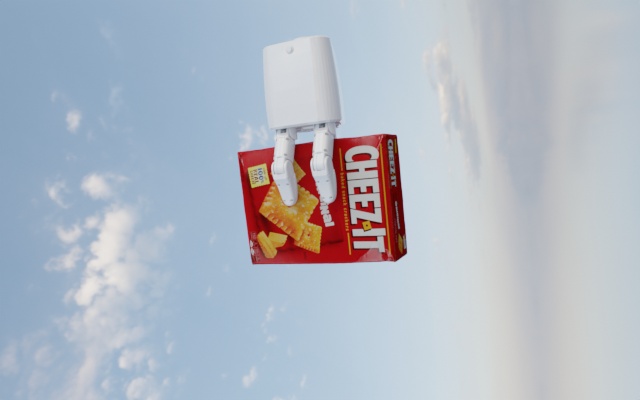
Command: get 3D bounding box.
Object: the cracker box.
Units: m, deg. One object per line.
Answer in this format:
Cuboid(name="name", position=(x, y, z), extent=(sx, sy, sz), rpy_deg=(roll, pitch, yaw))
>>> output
Cuboid(name="cracker box", position=(0.000, 0.002, 0.651), extent=(0.214, 0.164, 0.072), rpy_deg=(-4, 4, 23))
